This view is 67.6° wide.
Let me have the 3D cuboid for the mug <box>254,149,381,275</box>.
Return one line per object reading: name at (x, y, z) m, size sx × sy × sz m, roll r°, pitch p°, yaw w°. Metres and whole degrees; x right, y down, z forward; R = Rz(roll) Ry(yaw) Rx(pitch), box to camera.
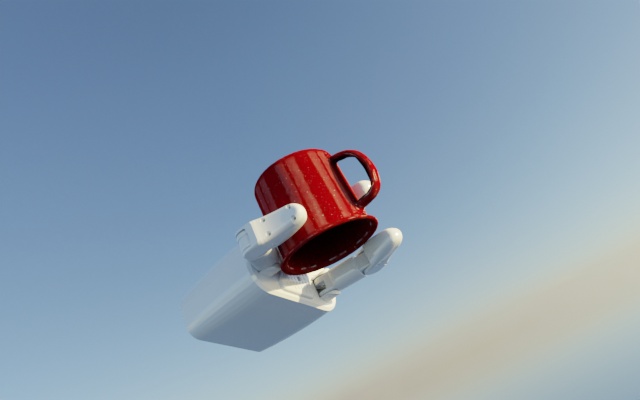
mug at (0.001, 0.000, 0.422) m, size 0.117 × 0.081 × 0.093 m, roll -40°, pitch -26°, yaw 24°
